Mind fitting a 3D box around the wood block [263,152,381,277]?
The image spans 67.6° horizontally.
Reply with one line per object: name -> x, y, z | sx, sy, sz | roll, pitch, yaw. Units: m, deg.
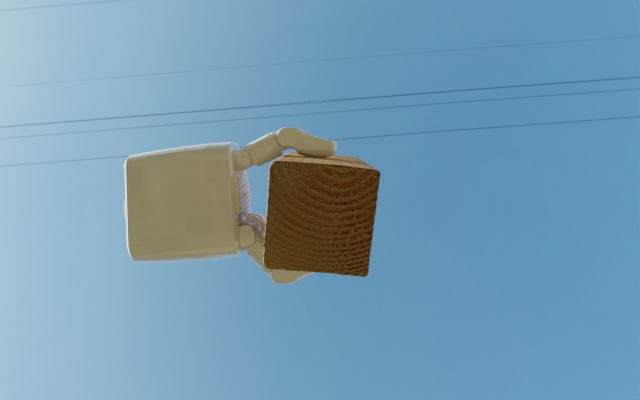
wood block -> 0.000, 0.001, 0.484 | 0.090, 0.091, 0.206 | 5, 8, -1
